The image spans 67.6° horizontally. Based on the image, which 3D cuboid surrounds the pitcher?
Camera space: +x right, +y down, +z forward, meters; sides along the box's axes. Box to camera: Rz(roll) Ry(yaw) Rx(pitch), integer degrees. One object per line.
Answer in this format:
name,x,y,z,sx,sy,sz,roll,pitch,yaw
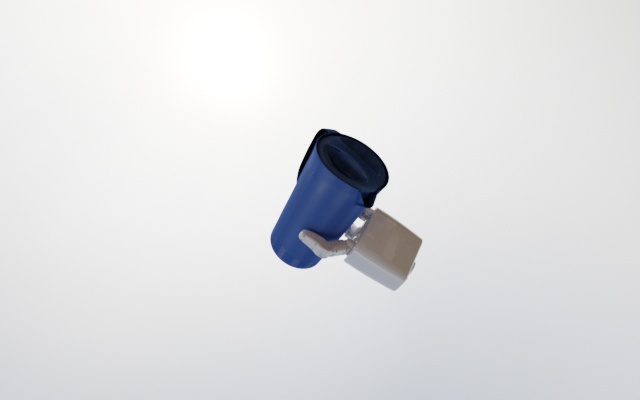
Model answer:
pitcher,0.000,0.003,0.839,0.145,0.243,0.149,33,38,-1
